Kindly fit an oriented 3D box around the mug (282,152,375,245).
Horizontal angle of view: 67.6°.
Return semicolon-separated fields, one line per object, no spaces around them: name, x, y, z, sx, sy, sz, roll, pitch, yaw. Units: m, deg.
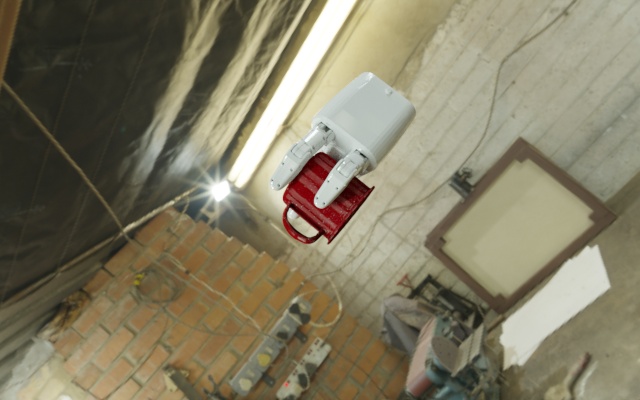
mug;-0.001;0.003;0.585;0.081;0.117;0.093;39;-25;6
